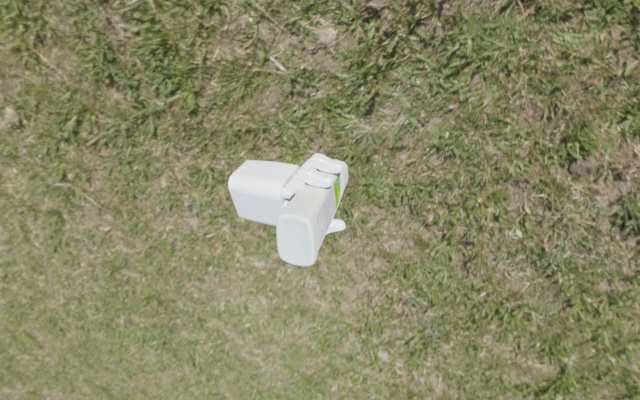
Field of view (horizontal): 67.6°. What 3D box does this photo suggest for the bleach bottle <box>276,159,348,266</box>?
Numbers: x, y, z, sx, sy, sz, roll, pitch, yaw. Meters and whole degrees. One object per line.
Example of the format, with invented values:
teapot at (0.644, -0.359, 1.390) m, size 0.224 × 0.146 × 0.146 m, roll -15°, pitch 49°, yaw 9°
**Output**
bleach bottle at (0.000, 0.003, 0.856) m, size 0.068 × 0.103 × 0.250 m, roll 9°, pitch 32°, yaw 17°
